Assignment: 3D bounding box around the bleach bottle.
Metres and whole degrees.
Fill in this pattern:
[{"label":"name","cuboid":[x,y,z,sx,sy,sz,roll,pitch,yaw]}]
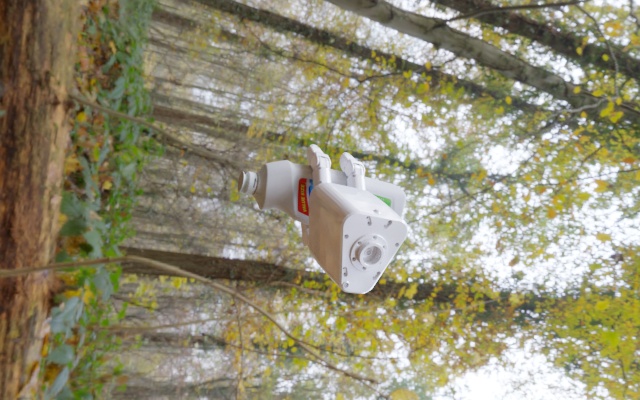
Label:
[{"label":"bleach bottle","cuboid":[0.000,0.002,0.709,0.251,0.102,0.068,10,16,-24]}]
